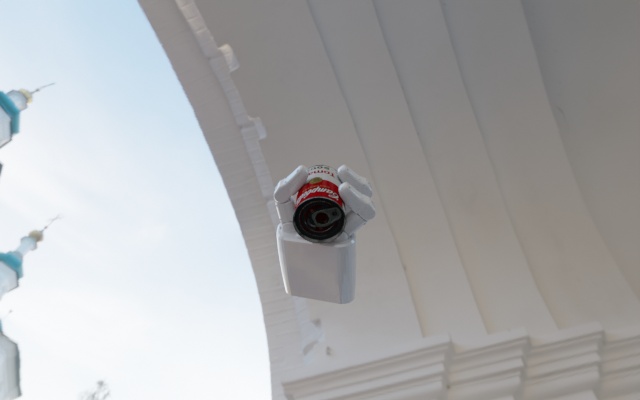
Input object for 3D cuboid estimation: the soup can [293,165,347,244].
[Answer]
[{"bbox_3d":[0.000,0.002,0.644,0.068,0.068,0.102,0,28,2],"label":"soup can"}]
